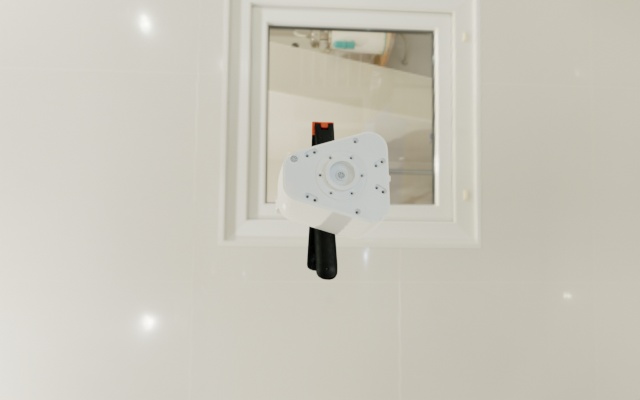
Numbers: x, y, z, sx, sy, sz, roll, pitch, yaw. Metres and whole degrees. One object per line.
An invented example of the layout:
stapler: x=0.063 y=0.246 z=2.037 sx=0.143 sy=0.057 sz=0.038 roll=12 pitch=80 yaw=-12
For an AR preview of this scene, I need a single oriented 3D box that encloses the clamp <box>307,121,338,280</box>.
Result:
clamp: x=-0.001 y=0.001 z=0.637 sx=0.036 sy=0.210 sz=0.164 roll=1 pitch=-11 yaw=-7
